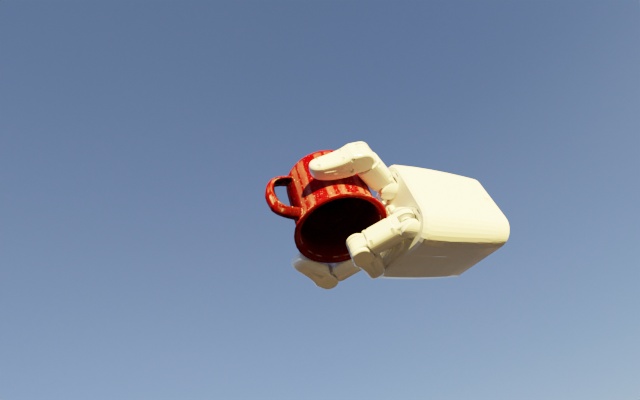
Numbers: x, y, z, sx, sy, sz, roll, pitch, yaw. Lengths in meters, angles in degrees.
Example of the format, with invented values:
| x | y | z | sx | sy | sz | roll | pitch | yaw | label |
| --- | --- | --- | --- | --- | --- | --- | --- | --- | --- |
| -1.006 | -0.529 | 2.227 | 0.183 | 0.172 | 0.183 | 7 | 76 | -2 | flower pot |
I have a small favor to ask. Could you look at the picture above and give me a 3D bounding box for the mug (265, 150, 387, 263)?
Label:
| x | y | z | sx | sy | sz | roll | pitch | yaw | label |
| --- | --- | --- | --- | --- | --- | --- | --- | --- | --- |
| -0.001 | 0.001 | 0.481 | 0.117 | 0.093 | 0.081 | 7 | 38 | -23 | mug |
